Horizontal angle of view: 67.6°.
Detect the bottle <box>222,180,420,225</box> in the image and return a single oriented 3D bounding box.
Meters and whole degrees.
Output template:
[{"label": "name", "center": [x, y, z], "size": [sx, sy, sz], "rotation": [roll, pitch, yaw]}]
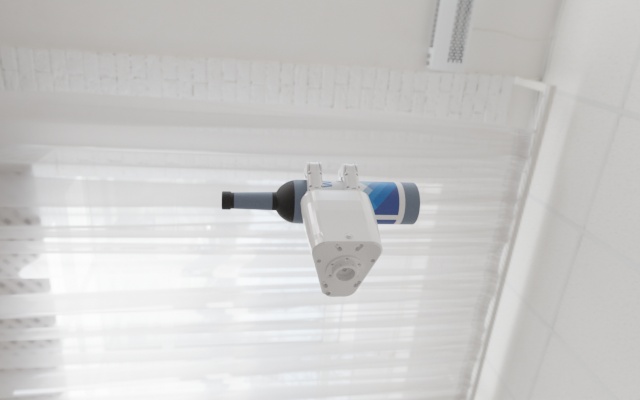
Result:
[{"label": "bottle", "center": [0.000, 0.002, 0.726], "size": [0.296, 0.069, 0.069], "rotation": [1, 0, -10]}]
